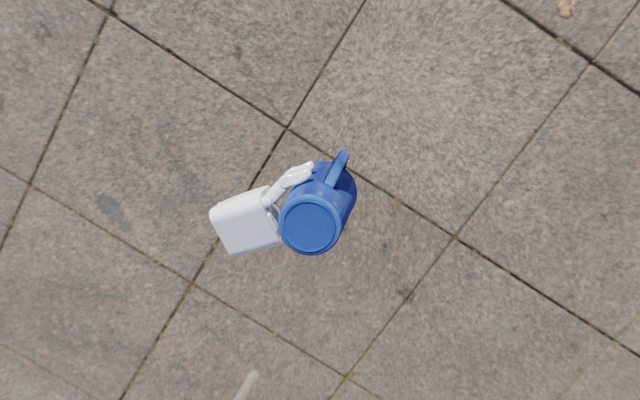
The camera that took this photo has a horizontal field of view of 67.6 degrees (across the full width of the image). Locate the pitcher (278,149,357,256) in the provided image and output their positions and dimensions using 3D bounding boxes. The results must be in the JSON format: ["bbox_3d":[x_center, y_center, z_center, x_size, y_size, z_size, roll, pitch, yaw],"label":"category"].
[{"bbox_3d":[0.000,0.003,0.893,0.145,0.149,0.242,-16,12,11],"label":"pitcher"}]
